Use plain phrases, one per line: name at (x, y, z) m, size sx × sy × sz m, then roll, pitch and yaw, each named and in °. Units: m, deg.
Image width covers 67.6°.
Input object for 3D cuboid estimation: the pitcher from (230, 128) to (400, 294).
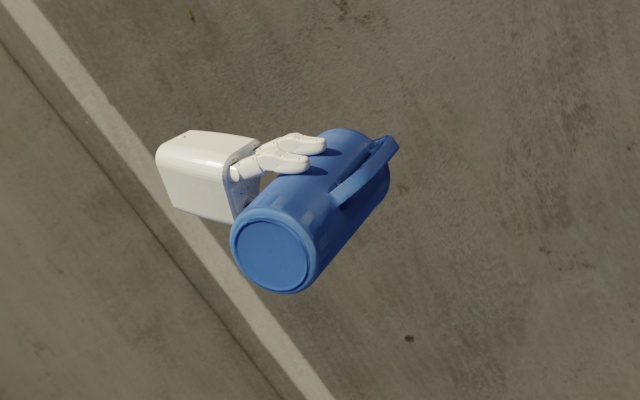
pitcher at (0.000, 0.002, 0.594) m, size 0.145 × 0.149 × 0.242 m, roll 15°, pitch 30°, yaw 18°
